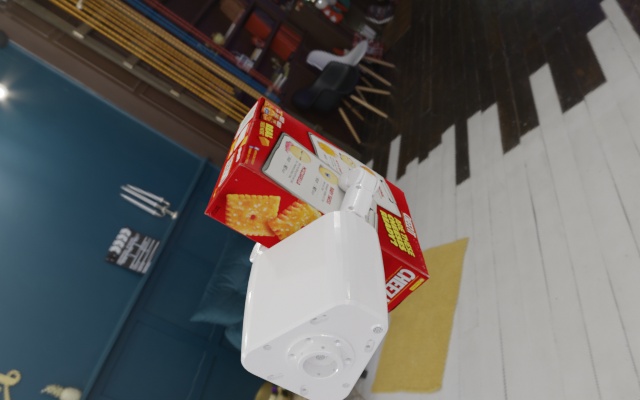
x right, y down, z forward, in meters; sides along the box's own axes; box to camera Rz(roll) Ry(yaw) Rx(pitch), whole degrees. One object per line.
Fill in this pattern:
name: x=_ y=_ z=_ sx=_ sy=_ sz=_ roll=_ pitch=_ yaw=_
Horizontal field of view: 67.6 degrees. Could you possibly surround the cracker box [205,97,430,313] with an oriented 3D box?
cracker box: x=0.000 y=0.001 z=0.504 sx=0.214 sy=0.072 sz=0.164 roll=32 pitch=27 yaw=-19
